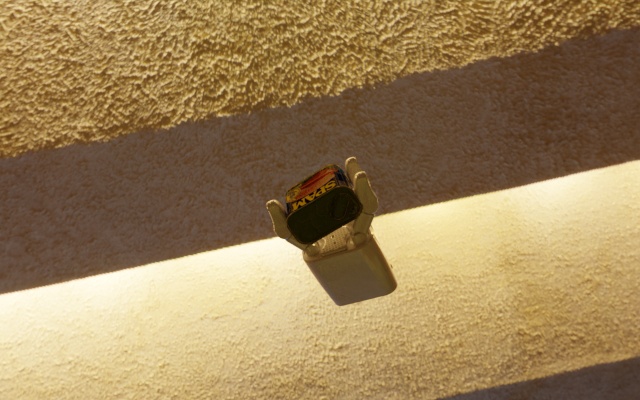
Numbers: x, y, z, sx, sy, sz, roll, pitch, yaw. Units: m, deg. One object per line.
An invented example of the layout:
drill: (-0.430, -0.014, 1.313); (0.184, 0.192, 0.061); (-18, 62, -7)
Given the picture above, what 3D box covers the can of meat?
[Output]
can of meat: (0.000, 0.002, 0.674); (0.102, 0.057, 0.084); (-31, 28, 8)
